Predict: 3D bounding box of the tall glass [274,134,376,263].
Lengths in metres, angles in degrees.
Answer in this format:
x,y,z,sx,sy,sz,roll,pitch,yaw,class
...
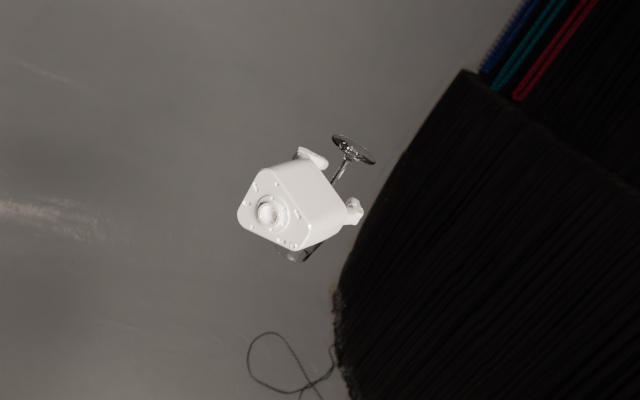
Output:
x,y,z,sx,sy,sz,roll,pitch,yaw,class
0.001,0.002,0.734,0.079,0.201,0.079,26,24,-13,tall glass
